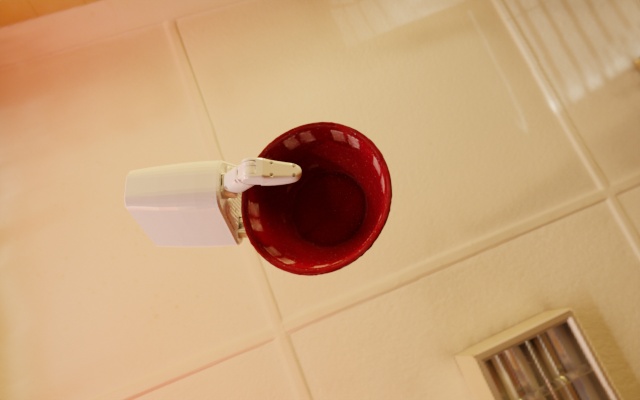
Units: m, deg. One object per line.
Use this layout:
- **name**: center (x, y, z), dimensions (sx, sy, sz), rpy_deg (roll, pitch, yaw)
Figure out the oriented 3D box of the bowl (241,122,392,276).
- **bowl**: center (0.001, 0.002, 0.504), dimensions (0.162, 0.162, 0.055), rpy_deg (0, -16, 19)
